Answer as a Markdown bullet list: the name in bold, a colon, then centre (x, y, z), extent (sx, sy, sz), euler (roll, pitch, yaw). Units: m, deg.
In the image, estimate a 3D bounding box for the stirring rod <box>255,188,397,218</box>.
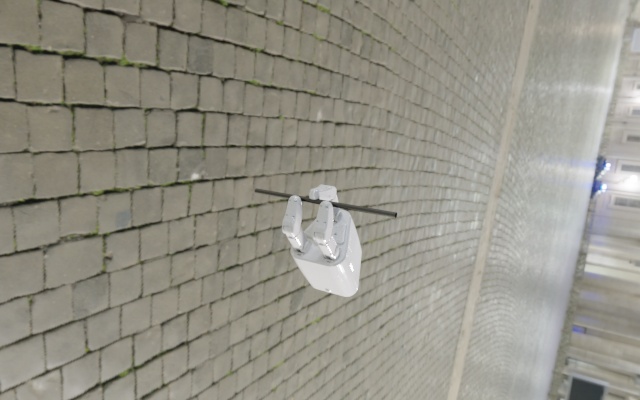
- **stirring rod**: centre (0.000, 0.002, 0.717), extent (0.239, 0.011, 0.011), euler (10, 5, 28)
